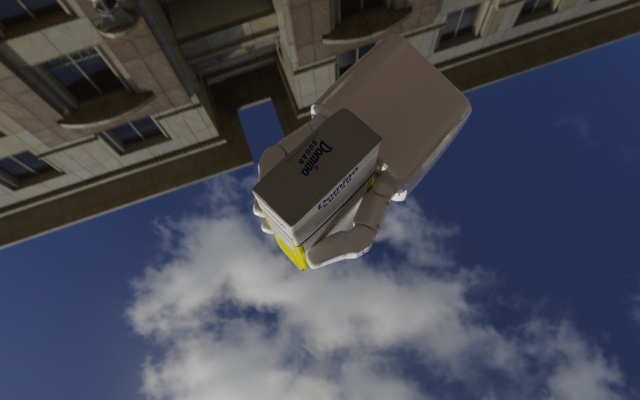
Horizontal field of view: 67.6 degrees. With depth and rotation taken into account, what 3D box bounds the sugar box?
[{"bbox_3d":[0.000,0.001,0.408,0.048,0.093,0.176,43,-13,16],"label":"sugar box"}]
